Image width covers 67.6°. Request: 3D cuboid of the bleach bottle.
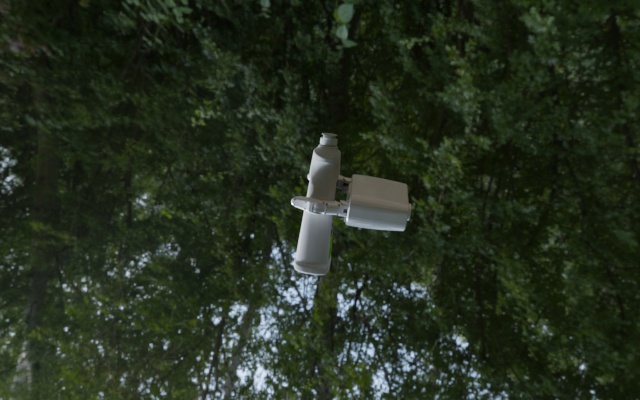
[{"bbox_3d":[0.000,0.003,0.883,0.068,0.251,0.102,8,16,2],"label":"bleach bottle"}]
